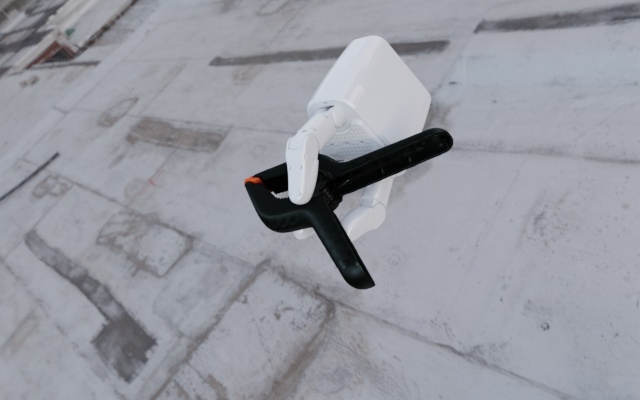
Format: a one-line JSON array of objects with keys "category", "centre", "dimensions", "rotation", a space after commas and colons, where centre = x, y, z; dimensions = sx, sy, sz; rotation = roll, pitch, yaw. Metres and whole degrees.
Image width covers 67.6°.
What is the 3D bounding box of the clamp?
[{"category": "clamp", "centre": [-0.001, 0.001, 0.436], "dimensions": [0.210, 0.164, 0.036], "rotation": [0, -43, 38]}]
